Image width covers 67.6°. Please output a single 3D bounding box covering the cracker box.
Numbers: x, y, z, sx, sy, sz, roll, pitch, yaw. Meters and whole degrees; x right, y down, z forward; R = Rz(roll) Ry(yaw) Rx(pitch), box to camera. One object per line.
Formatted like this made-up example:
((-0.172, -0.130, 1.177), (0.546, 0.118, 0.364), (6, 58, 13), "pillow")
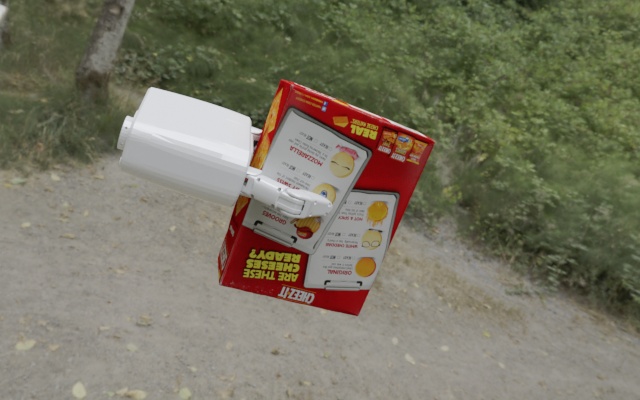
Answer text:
((0.000, 0.002, 0.513), (0.164, 0.214, 0.072), (17, 14, -19), "cracker box")
